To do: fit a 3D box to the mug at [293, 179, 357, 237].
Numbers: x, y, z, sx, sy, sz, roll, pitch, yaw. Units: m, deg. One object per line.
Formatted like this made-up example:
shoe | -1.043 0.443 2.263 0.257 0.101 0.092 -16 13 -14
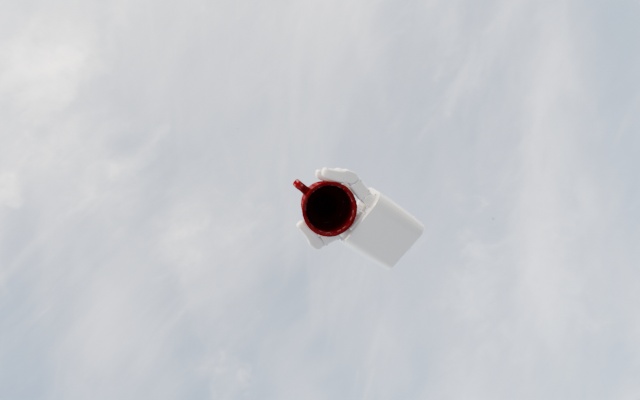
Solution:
mug | -0.001 0.002 0.827 0.117 0.093 0.081 35 1 -12
